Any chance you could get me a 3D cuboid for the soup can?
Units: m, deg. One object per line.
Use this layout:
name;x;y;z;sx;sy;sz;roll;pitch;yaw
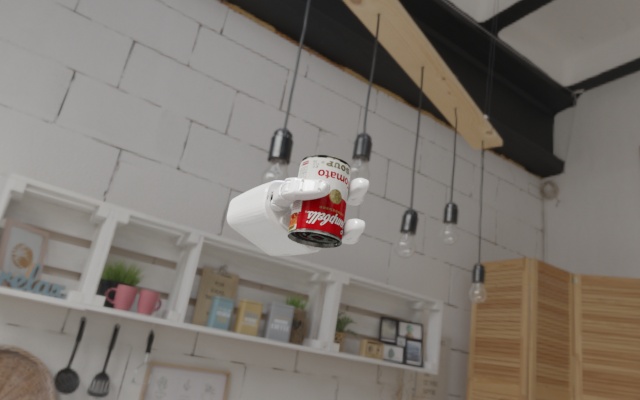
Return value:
soup can;0.000;0.002;0.604;0.068;0.102;0.068;8;-20;3
